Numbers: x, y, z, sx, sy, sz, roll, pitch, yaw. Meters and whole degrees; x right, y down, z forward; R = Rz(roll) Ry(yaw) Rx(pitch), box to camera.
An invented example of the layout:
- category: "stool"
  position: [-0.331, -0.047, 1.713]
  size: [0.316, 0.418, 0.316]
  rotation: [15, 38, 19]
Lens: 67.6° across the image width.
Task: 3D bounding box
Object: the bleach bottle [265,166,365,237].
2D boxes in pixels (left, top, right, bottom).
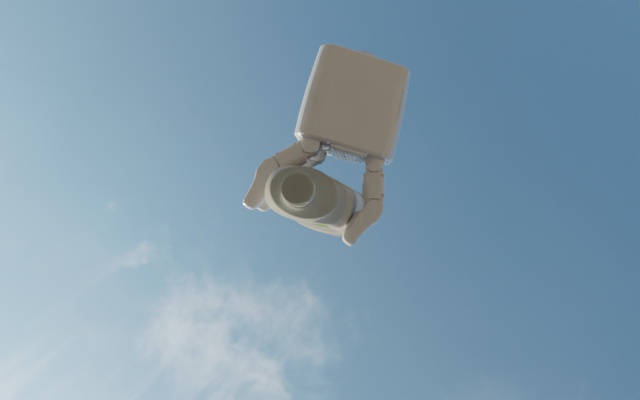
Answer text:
- category: "bleach bottle"
  position: [0.000, 0.002, 0.541]
  size: [0.102, 0.068, 0.251]
  rotation: [14, -3, 7]
